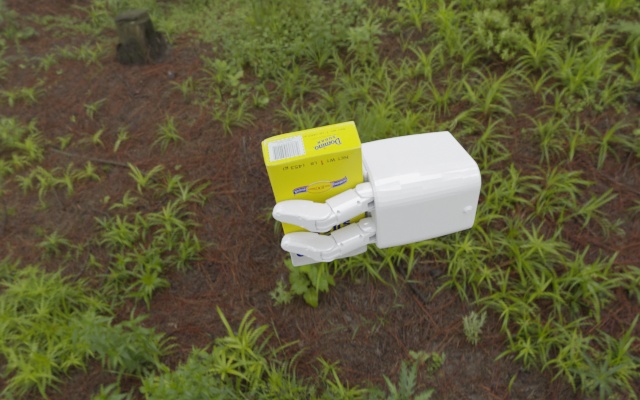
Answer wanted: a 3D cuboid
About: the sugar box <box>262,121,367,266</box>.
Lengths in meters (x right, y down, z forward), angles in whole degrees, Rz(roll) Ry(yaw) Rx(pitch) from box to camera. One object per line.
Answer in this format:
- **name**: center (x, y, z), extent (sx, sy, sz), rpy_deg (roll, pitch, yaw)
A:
- **sugar box**: center (0.000, 0.002, 0.515), extent (0.093, 0.048, 0.176), rpy_deg (-11, -43, -1)
